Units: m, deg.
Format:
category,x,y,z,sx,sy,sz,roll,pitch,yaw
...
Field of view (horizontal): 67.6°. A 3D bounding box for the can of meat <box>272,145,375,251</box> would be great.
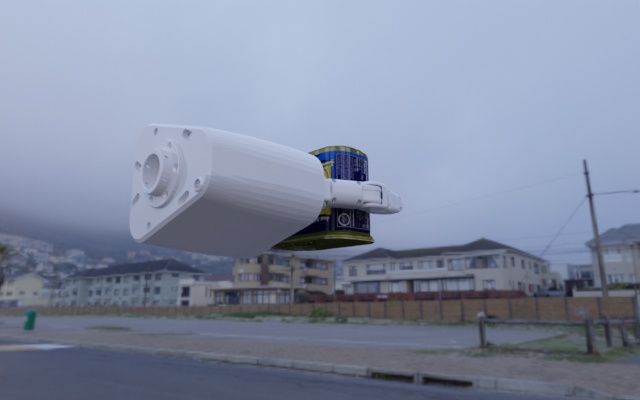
category,x,y,z,sx,sy,sz,roll,pitch,yaw
can of meat,0.000,0.001,0.453,0.057,0.084,0.102,11,-16,-43
